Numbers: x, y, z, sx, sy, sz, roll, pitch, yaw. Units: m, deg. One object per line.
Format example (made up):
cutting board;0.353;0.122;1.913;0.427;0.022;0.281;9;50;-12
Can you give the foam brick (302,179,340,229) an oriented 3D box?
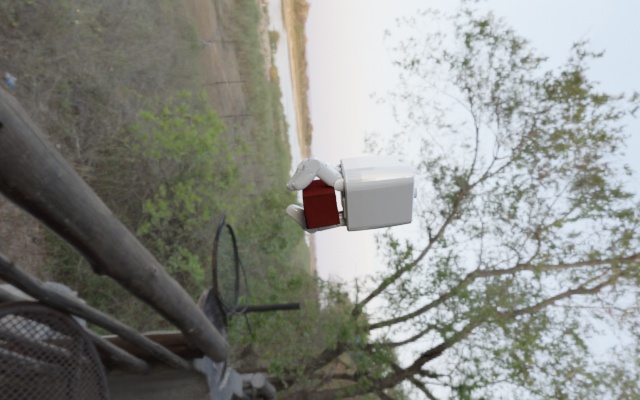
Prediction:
foam brick;0.000;0.003;0.736;0.051;0.053;0.078;-8;22;1
